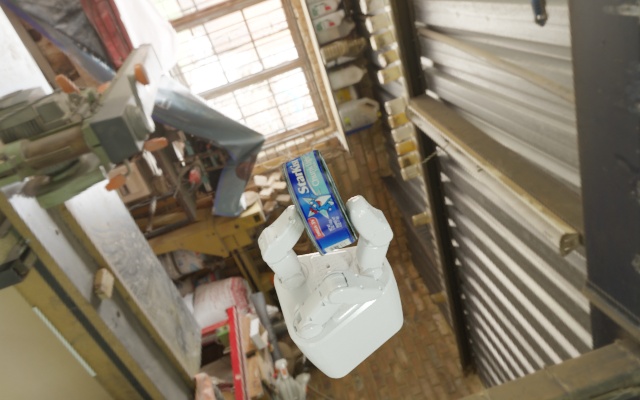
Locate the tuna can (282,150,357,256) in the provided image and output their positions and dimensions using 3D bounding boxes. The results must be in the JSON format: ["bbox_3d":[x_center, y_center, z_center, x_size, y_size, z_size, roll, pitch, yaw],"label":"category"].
[{"bbox_3d":[0.001,0.001,0.404,0.034,0.086,0.086,-23,-2,4],"label":"tuna can"}]
